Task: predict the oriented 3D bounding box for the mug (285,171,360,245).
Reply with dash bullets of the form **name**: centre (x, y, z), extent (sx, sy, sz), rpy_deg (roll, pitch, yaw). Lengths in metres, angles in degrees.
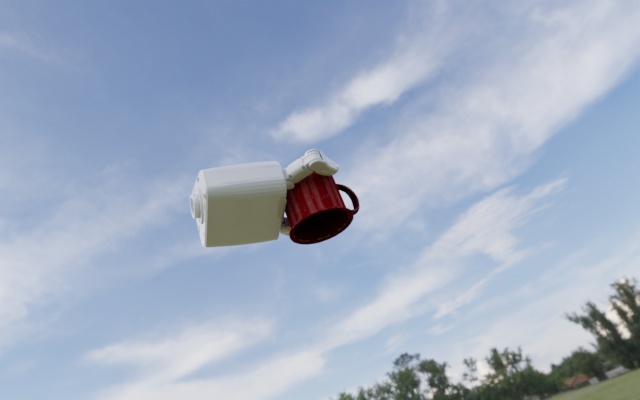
- **mug**: centre (0.001, 0.002, 0.676), extent (0.117, 0.081, 0.093), rpy_deg (-8, -32, -23)
